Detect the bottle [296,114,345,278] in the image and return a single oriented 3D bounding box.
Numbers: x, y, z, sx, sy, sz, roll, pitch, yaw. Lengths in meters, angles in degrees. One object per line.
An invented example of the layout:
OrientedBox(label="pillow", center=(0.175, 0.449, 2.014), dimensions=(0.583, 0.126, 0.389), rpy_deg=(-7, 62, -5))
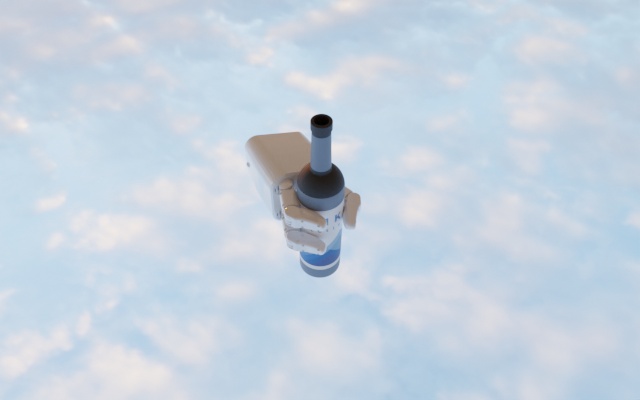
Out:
OrientedBox(label="bottle", center=(0.000, 0.002, 0.679), dimensions=(0.069, 0.069, 0.296), rpy_deg=(0, -41, -1))
